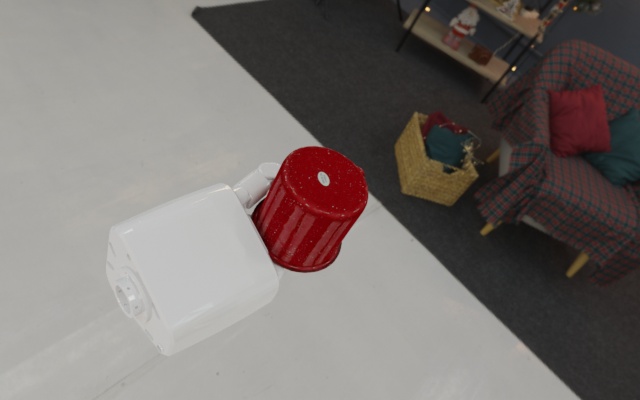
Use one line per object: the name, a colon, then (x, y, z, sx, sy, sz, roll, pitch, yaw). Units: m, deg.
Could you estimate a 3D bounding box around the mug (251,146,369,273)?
mug: (0.001, 0.001, 0.442, 0.117, 0.093, 0.081, -26, -22, -39)
